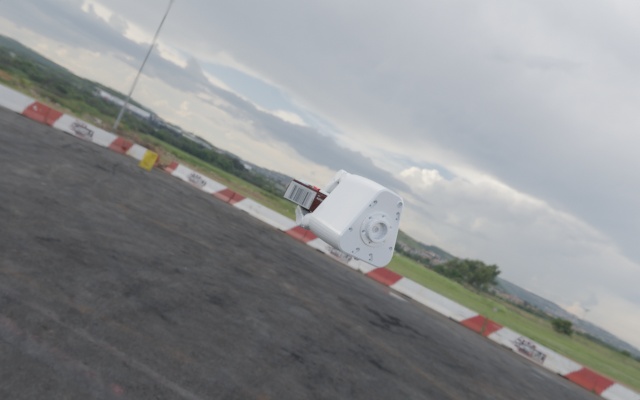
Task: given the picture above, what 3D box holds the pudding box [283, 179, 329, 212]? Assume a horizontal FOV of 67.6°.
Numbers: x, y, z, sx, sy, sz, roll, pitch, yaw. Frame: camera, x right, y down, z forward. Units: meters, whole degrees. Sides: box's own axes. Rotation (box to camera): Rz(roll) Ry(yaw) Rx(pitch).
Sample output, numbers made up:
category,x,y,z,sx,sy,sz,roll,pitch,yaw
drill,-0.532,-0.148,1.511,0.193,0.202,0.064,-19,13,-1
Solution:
category,x,y,z,sx,sy,sz,roll,pitch,yaw
pudding box,0.000,0.002,0.804,0.113,0.039,0.090,28,4,3
